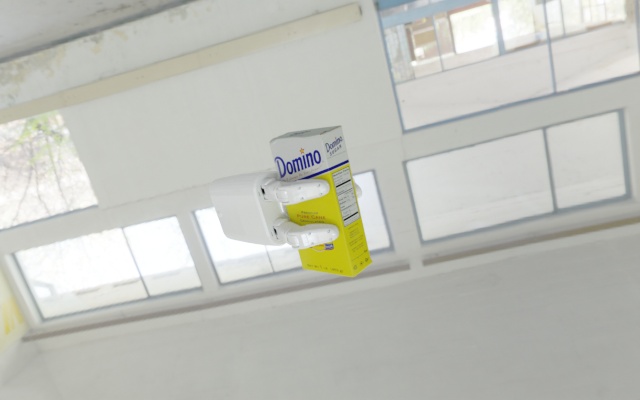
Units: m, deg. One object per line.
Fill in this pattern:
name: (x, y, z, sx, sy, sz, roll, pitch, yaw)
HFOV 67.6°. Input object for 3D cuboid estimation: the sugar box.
sugar box: (0.000, 0.002, 0.584, 0.093, 0.176, 0.048, 0, 23, 45)
